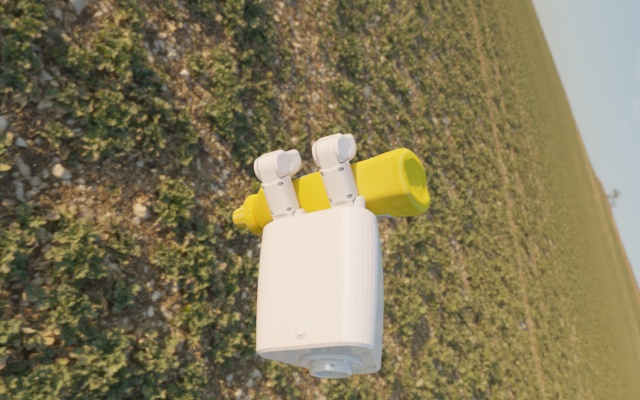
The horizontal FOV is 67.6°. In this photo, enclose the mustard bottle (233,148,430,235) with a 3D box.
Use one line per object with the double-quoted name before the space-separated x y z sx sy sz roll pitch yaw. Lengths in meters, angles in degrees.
"mustard bottle" 0.000 0.001 0.454 0.191 0.058 0.096 -12 -8 24
